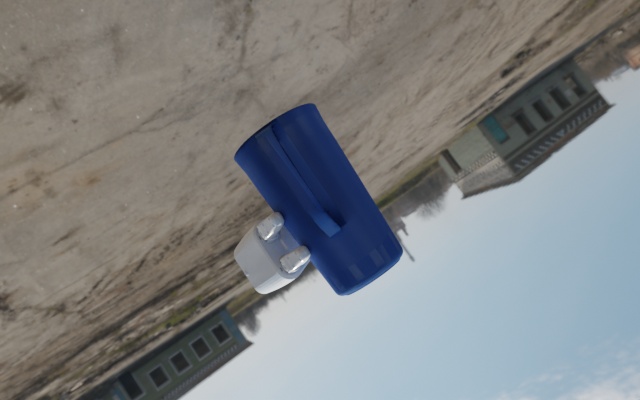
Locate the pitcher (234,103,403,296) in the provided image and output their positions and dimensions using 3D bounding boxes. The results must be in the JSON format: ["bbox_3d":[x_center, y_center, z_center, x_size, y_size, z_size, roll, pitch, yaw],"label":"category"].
[{"bbox_3d":[0.000,0.002,0.634,0.149,0.243,0.145,-31,-6,-39],"label":"pitcher"}]
